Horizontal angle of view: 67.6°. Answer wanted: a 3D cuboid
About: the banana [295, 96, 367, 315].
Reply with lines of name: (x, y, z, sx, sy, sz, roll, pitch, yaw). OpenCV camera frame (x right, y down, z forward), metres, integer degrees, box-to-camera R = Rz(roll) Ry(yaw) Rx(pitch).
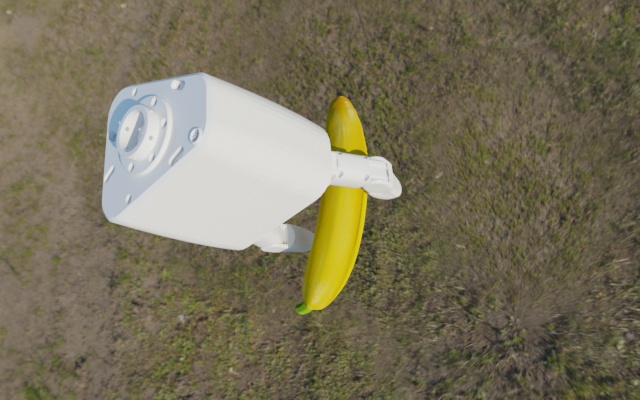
banana: (0.010, 0.007, 0.398, 0.037, 0.198, 0.069, 12, 1, -35)
